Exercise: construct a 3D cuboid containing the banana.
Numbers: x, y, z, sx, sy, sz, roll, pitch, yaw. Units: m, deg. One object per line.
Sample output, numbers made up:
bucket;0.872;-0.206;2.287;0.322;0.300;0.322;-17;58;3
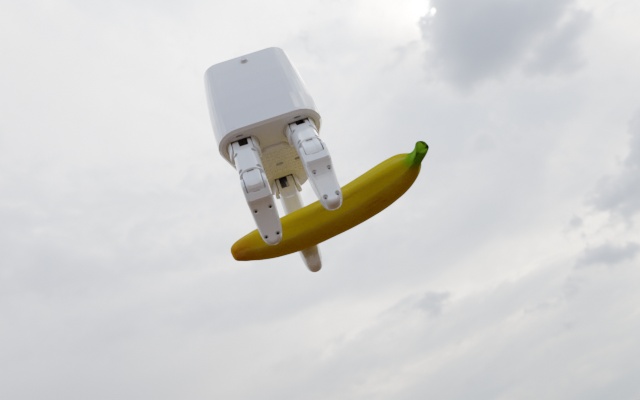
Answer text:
banana;0.012;0.006;0.429;0.198;0.037;0.070;-31;-31;16
